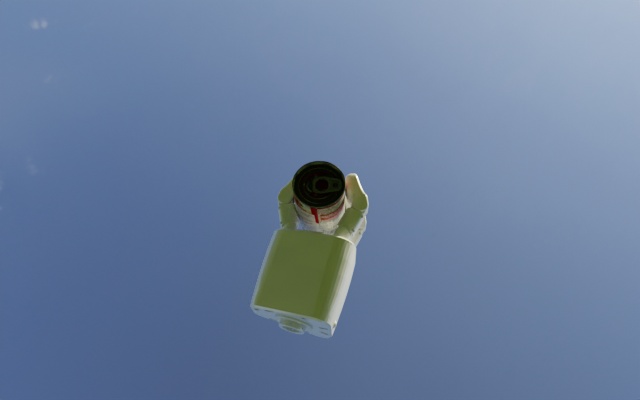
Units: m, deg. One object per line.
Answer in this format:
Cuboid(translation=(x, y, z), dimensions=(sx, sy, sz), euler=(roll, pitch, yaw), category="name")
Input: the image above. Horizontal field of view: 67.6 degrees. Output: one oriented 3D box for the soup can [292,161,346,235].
Cuboid(translation=(0.000, 0.002, 0.643), dimensions=(0.068, 0.068, 0.102), euler=(0, -28, 3), category="soup can")
